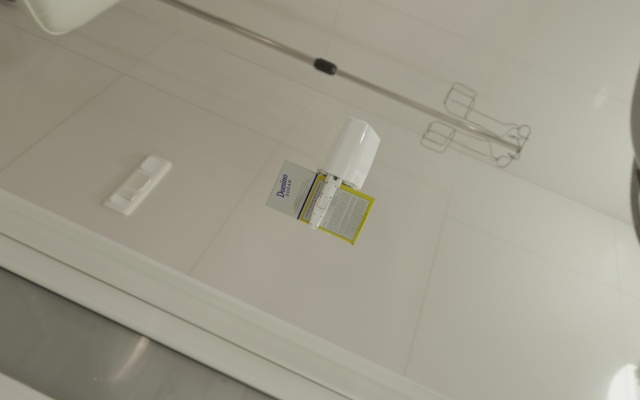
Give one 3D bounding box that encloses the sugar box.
[{"bbox_3d":[0.000,0.003,0.867,0.176,0.093,0.048,25,2,4],"label":"sugar box"}]
